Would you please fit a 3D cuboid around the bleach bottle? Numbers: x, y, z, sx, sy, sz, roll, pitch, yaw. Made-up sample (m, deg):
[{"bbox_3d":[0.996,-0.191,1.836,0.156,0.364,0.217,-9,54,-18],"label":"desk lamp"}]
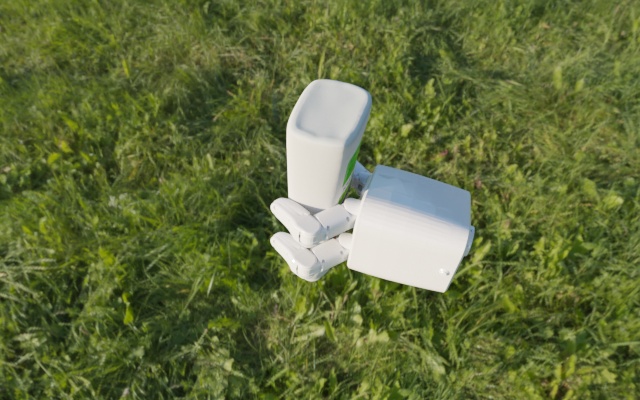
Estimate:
[{"bbox_3d":[0.000,0.002,0.526,0.068,0.102,0.251,16,-42,9],"label":"bleach bottle"}]
